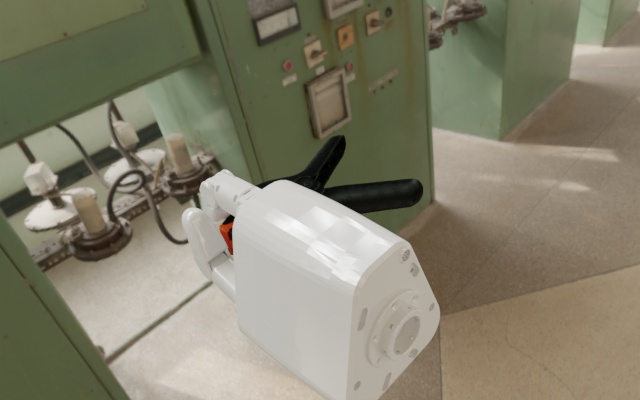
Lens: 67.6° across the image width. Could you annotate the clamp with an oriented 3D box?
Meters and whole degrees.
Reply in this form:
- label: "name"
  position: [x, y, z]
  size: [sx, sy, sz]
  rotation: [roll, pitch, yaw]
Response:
- label: "clamp"
  position: [0.000, 0.001, 0.407]
  size: [0.171, 0.039, 0.120]
  rotation: [-36, 41, -30]
